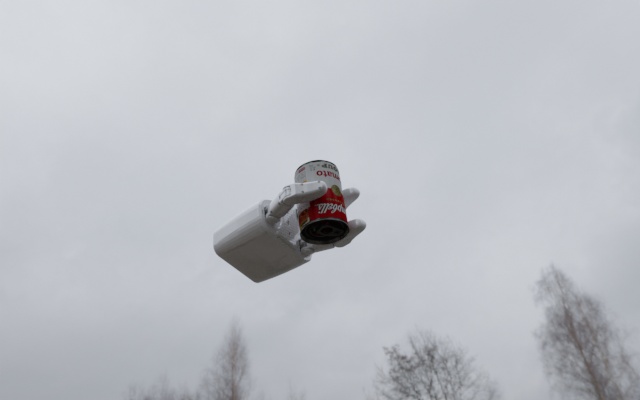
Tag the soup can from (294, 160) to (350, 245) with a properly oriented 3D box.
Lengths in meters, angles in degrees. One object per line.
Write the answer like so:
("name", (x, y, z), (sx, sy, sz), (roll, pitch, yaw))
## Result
("soup can", (0.000, 0.002, 0.674), (0.068, 0.102, 0.069), (-5, -34, -4))
